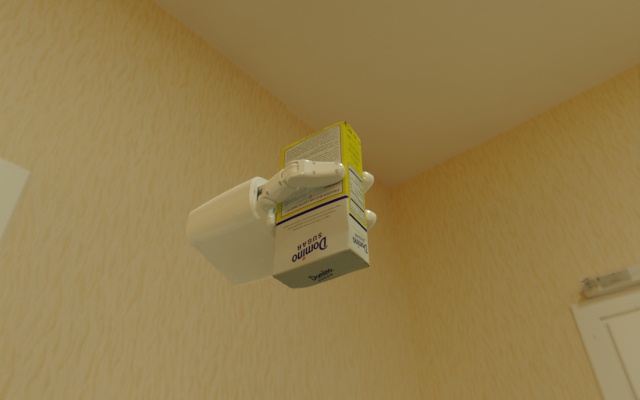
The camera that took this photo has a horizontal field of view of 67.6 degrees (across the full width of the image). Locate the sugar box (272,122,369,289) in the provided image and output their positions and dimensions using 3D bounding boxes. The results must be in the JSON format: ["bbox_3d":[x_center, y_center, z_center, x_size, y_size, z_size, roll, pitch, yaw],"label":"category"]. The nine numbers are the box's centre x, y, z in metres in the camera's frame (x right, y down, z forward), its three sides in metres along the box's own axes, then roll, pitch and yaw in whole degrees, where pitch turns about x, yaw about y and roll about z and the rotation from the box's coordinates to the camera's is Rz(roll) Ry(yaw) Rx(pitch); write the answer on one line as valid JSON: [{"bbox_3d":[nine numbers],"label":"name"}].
[{"bbox_3d":[0.000,0.002,0.518,0.093,0.176,0.048,-22,-41,26],"label":"sugar box"}]
